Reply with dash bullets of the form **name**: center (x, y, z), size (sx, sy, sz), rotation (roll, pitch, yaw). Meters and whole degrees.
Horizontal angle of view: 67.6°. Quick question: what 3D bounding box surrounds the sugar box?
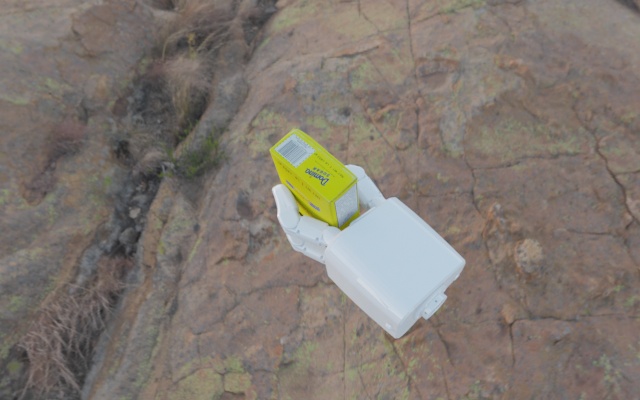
- **sugar box**: center (0.000, 0.002, 0.553), size (0.093, 0.048, 0.176), rotation (42, -18, 24)
